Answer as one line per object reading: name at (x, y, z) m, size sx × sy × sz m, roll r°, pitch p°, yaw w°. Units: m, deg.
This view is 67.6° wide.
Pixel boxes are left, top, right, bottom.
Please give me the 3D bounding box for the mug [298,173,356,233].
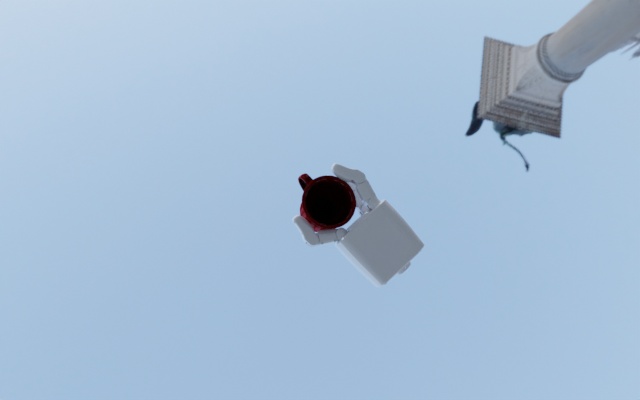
mug at (-0.001, 0.002, 0.839) m, size 0.093 × 0.117 × 0.081 m, roll -40°, pitch -4°, yaw -17°
